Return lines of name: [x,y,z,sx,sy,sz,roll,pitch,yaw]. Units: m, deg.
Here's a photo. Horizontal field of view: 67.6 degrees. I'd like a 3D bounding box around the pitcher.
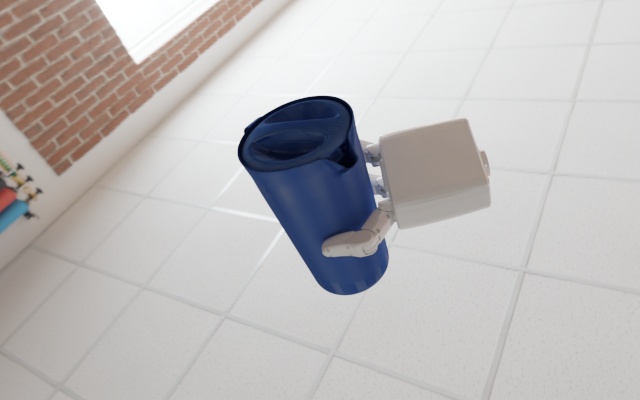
pitcher: [0.000,0.002,0.590,0.145,0.243,0.149,-14,41,11]
